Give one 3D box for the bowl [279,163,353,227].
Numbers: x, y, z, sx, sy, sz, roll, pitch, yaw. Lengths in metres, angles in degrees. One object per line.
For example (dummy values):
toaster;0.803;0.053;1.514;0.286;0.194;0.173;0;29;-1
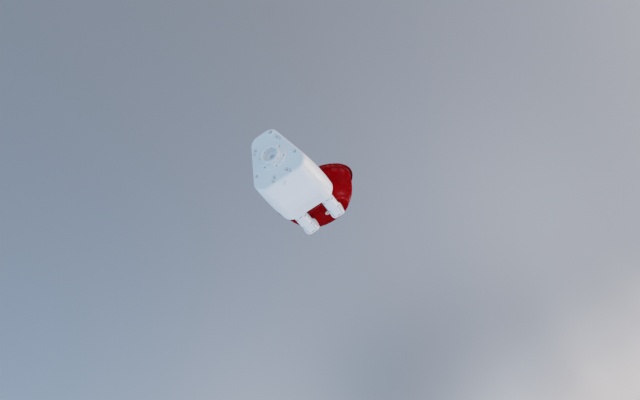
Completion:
bowl;0.001;0.004;0.898;0.162;0.055;0.162;-23;-27;-13
